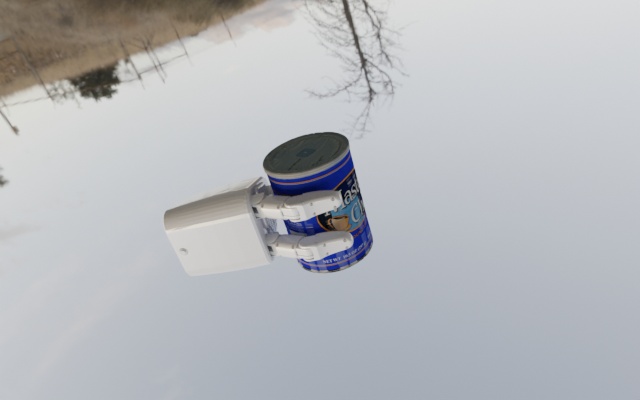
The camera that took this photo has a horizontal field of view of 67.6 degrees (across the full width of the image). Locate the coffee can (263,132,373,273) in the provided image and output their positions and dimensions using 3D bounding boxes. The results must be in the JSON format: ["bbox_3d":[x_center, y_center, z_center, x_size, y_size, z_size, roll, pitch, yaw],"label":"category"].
[{"bbox_3d":[0.000,0.002,0.580,0.103,0.140,0.102,-13,29,7],"label":"coffee can"}]
